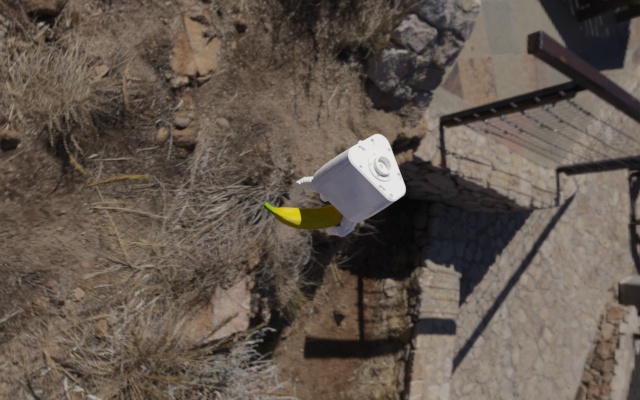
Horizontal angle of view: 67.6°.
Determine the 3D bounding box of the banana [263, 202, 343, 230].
[{"bbox_3d":[0.003,0.018,0.842,0.198,0.069,0.037,-5,-32,-28],"label":"banana"}]
